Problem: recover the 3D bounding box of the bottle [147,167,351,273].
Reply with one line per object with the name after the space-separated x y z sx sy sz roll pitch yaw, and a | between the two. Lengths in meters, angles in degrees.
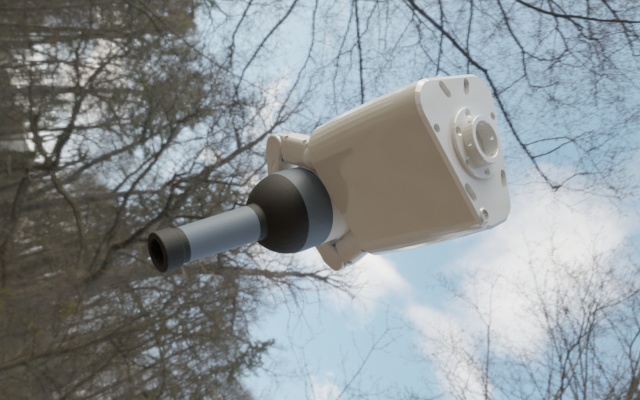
0.000 0.001 0.405 0.295 0.069 0.069 -17 11 -41 | bottle
